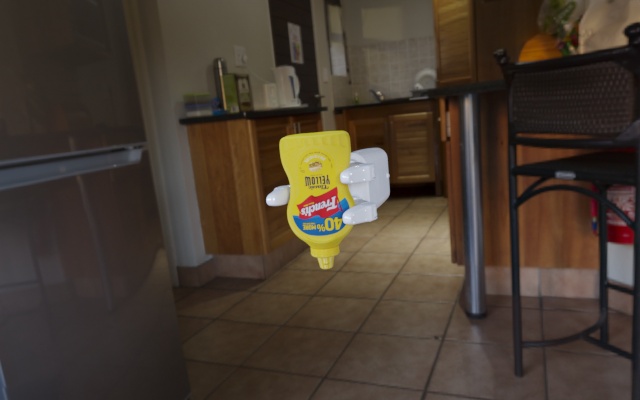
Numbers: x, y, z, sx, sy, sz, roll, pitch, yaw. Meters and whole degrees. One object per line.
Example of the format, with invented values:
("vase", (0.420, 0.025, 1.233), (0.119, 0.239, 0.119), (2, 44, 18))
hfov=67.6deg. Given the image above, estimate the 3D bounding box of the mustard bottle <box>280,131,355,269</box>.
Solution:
("mustard bottle", (0.000, 0.002, 0.667), (0.096, 0.192, 0.058), (-5, 11, 4))
